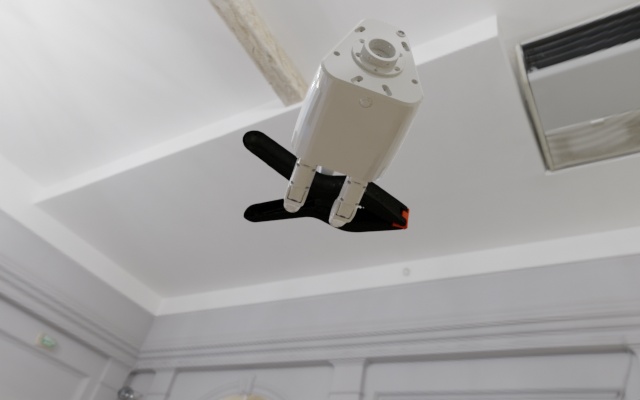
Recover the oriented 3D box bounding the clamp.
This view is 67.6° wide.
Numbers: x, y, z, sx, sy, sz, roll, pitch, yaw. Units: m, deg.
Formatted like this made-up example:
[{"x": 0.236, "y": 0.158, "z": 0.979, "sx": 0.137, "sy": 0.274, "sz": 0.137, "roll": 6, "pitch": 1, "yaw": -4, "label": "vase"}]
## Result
[{"x": 0.001, "y": 0.001, "z": 0.576, "sx": 0.210, "sy": 0.036, "sz": 0.165, "roll": 18, "pitch": -34, "yaw": -5, "label": "clamp"}]
